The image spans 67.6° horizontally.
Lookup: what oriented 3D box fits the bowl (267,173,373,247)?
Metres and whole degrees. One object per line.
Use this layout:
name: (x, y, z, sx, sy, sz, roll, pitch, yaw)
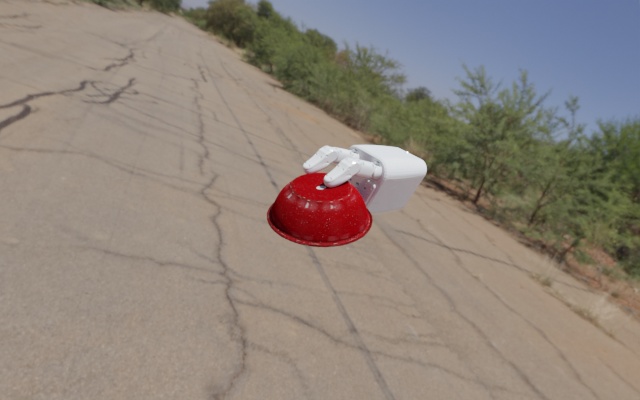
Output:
bowl: (-0.001, 0.002, 0.715, 0.162, 0.055, 0.162, 2, 30, -1)
